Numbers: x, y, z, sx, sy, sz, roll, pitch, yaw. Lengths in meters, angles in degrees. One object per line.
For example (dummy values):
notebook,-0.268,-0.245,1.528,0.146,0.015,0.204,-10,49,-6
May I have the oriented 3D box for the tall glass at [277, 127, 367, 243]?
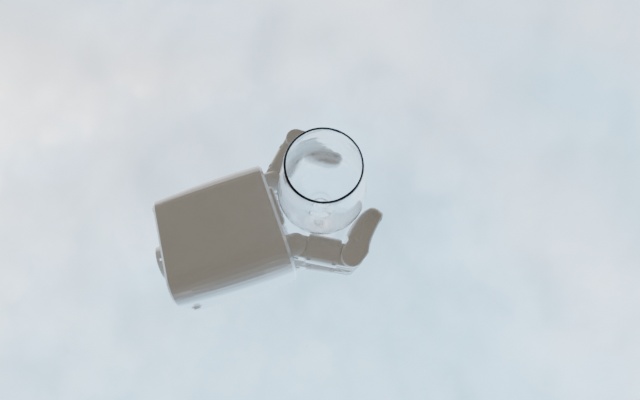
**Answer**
tall glass,0.000,0.002,0.454,0.079,0.079,0.201,0,-17,-2
